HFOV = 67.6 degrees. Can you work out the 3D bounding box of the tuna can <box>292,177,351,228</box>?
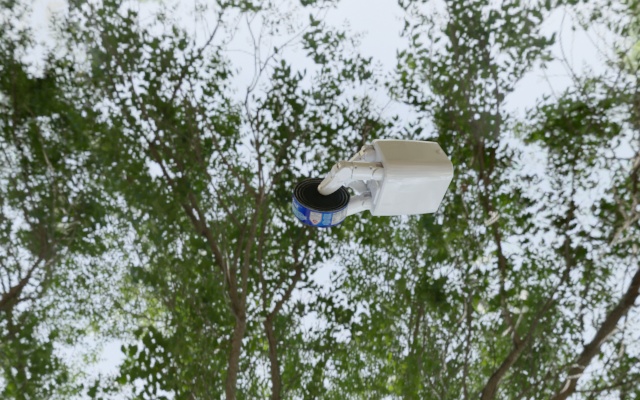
[{"bbox_3d":[0.000,0.003,0.713,0.086,0.034,0.086,6,36,-4],"label":"tuna can"}]
